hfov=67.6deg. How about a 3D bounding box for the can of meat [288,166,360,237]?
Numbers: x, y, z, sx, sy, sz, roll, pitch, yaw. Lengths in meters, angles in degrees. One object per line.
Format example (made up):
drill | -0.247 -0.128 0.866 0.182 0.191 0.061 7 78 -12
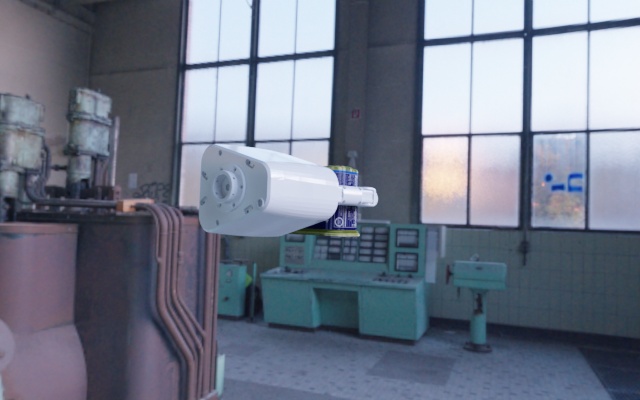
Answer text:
can of meat | 0.000 0.002 0.604 0.102 0.084 0.057 -1 -3 43
